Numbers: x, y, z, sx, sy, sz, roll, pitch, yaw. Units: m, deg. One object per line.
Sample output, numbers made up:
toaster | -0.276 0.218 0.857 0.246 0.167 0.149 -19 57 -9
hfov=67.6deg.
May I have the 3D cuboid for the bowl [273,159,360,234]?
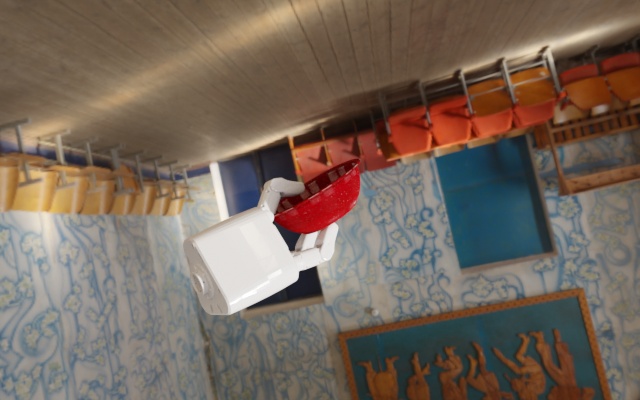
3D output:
bowl | 0.001 0.002 0.701 0.162 0.055 0.162 -31 10 6
